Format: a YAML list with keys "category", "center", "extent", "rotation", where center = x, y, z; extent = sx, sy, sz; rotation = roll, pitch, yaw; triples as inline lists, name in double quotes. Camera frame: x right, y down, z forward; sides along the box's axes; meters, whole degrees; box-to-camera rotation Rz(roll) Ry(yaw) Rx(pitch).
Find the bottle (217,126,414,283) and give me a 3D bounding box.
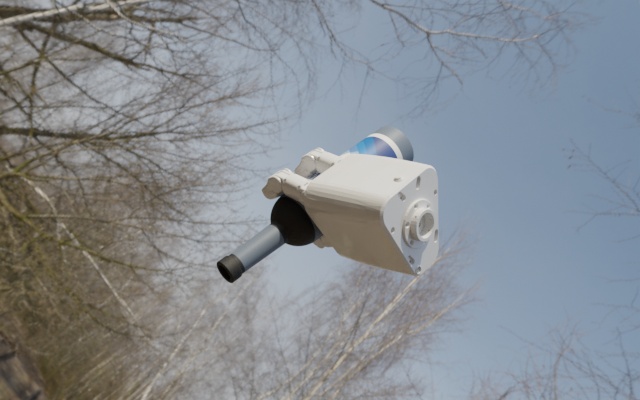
- category: "bottle"
  center: [0.000, 0.002, 0.576]
  extent: [0.295, 0.069, 0.069]
  rotation: [-36, 21, -32]
